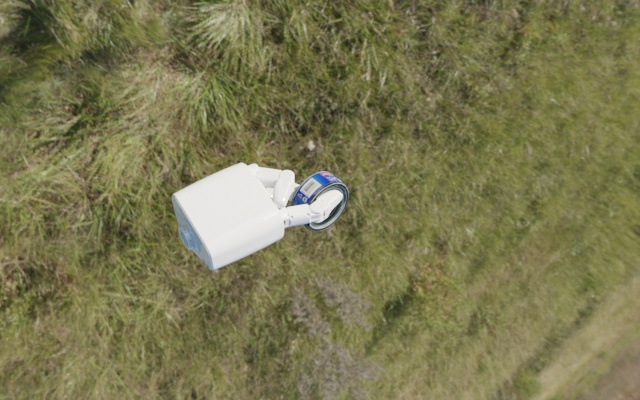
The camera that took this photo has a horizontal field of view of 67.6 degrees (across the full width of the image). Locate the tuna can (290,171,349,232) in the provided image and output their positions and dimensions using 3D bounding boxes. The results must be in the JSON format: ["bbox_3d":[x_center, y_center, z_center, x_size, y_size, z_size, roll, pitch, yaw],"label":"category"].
[{"bbox_3d":[0.001,0.003,0.698,0.086,0.086,0.033,0,30,-48],"label":"tuna can"}]
